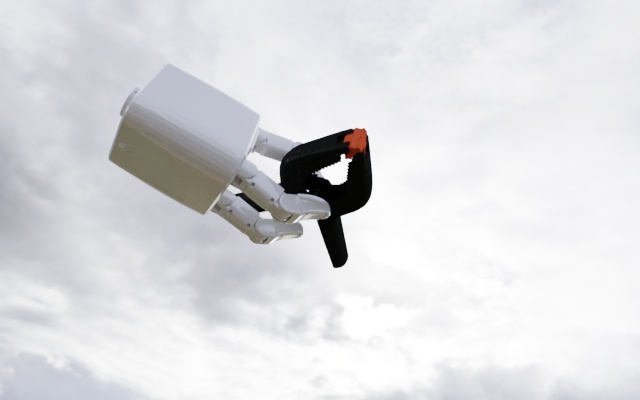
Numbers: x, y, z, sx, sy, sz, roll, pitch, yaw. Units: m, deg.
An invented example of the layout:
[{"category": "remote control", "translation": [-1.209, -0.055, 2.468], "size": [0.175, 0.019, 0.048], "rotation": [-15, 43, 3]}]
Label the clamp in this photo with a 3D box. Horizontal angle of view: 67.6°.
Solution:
[{"category": "clamp", "translation": [0.000, 0.001, 0.499], "size": [0.164, 0.036, 0.210], "rotation": [29, -39, -17]}]
